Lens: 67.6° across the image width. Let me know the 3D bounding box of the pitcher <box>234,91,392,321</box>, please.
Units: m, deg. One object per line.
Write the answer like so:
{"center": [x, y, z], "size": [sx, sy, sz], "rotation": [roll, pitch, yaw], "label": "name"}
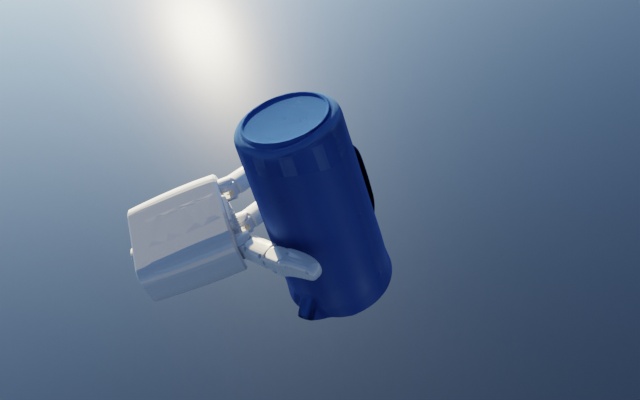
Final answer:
{"center": [0.000, 0.002, 0.533], "size": [0.145, 0.243, 0.149], "rotation": [-20, 40, -3], "label": "pitcher"}
